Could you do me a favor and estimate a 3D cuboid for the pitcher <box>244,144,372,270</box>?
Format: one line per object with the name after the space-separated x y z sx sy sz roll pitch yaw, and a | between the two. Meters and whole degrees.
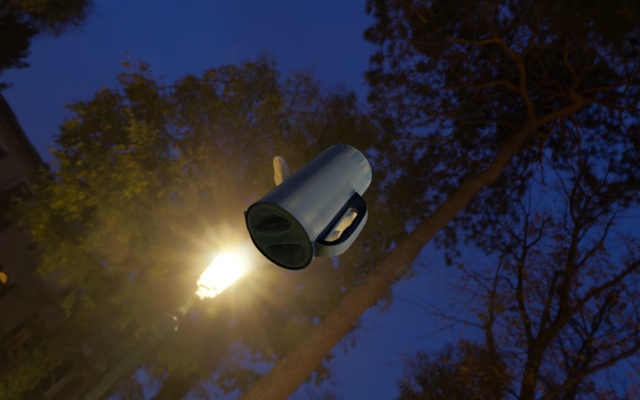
0.000 0.003 0.831 0.145 0.149 0.242 -34 8 47 | pitcher
